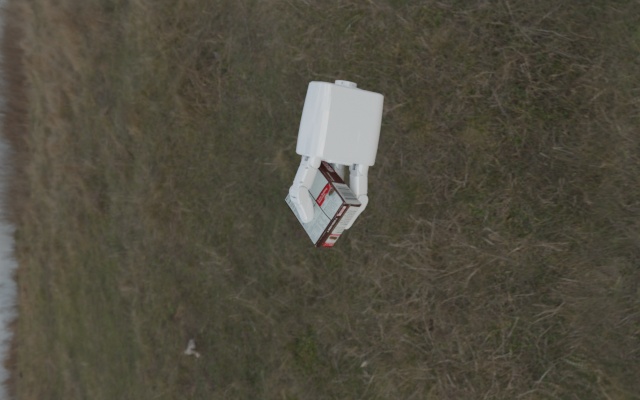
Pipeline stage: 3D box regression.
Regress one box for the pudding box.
[{"bbox_3d":[0.000,0.002,0.727,0.039,0.090,0.113,8,35,-41],"label":"pudding box"}]
